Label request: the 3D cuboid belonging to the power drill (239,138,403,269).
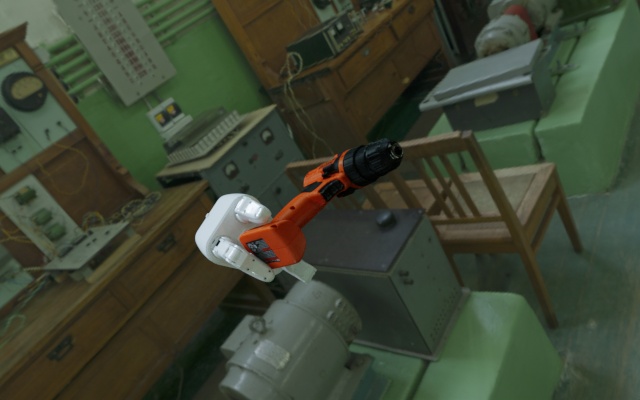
[{"bbox_3d":[0.000,0.002,0.590,0.187,0.057,0.184,-43,11,-33],"label":"power drill"}]
